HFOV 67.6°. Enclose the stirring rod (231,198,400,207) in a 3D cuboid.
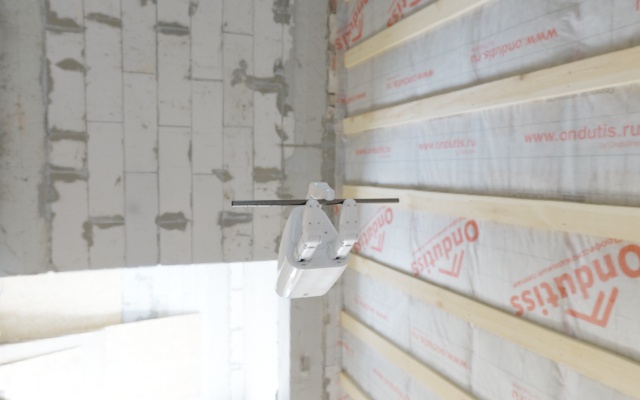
[{"bbox_3d":[0.000,0.002,0.649,0.239,0.011,0.011,-1,0,-21],"label":"stirring rod"}]
